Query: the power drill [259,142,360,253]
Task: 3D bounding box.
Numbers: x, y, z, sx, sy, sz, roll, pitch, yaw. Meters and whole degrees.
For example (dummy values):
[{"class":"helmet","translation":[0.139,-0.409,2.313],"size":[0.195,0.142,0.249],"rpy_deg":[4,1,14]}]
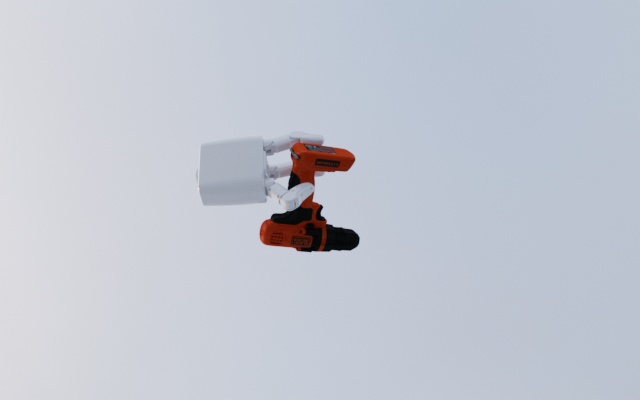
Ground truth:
[{"class":"power drill","translation":[0.000,0.002,0.815],"size":[0.184,0.188,0.057],"rpy_deg":[6,21,-22]}]
